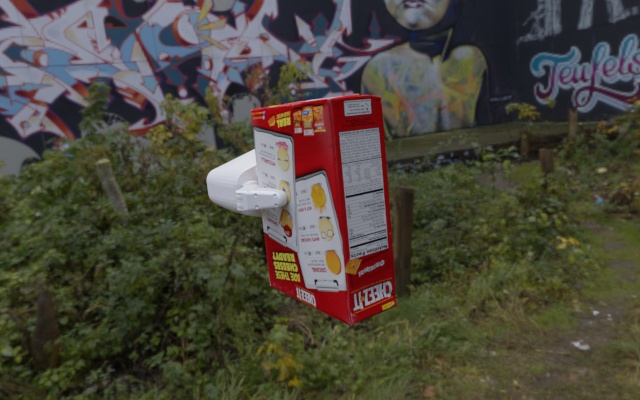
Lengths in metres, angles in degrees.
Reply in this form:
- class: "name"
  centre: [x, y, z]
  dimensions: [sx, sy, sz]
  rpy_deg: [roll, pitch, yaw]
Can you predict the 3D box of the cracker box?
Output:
- class: "cracker box"
  centre: [0.000, 0.002, 0.512]
  dimensions: [0.072, 0.214, 0.164]
  rpy_deg: [-13, 12, -32]
